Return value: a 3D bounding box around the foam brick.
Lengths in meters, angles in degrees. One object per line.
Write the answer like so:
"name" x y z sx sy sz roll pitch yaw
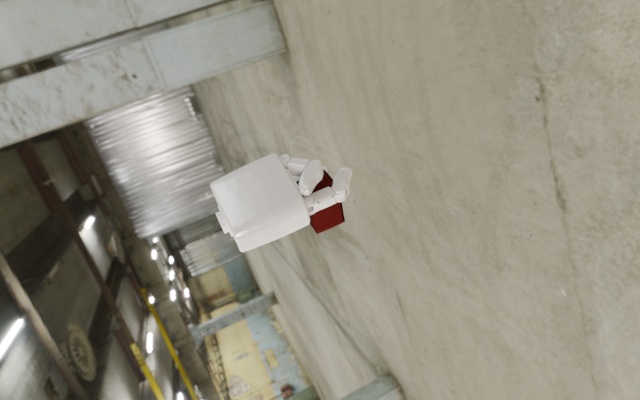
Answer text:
"foam brick" 0.000 0.003 0.742 0.051 0.078 0.053 -26 46 -13
